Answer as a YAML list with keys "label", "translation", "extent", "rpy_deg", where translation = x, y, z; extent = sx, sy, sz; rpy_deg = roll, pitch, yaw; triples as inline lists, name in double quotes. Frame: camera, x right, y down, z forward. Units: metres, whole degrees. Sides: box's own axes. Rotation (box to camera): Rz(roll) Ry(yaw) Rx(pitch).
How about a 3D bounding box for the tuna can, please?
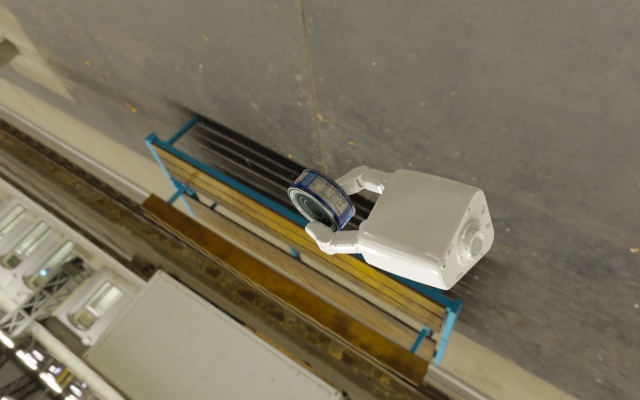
- label: "tuna can"
  translation: [0.000, 0.002, 0.605]
  extent: [0.086, 0.033, 0.086]
  rpy_deg: [36, -21, 16]
